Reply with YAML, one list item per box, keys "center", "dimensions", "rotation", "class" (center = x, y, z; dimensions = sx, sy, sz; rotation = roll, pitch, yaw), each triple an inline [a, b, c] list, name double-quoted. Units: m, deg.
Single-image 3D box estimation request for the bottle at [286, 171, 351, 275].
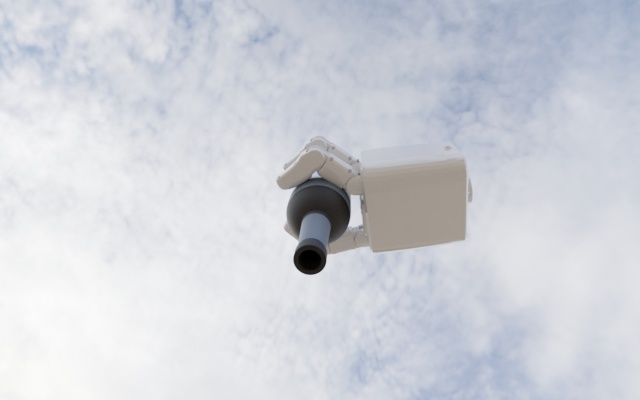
- center: [0.000, 0.002, 0.524]
  dimensions: [0.069, 0.069, 0.295]
  rotation: [0, 19, 4]
  class: "bottle"
